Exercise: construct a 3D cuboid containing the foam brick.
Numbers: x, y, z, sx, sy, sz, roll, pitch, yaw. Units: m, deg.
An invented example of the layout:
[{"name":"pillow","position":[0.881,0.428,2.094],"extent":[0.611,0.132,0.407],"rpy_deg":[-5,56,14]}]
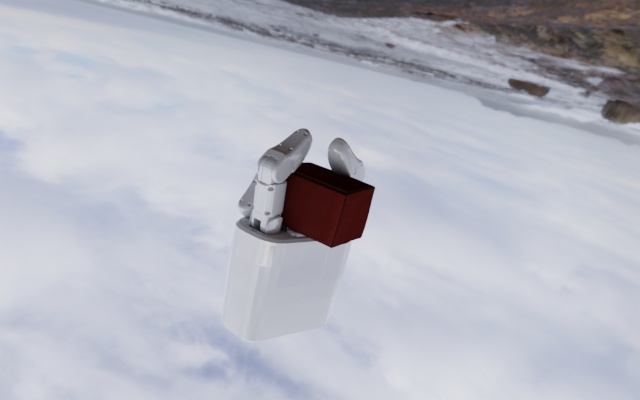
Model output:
[{"name":"foam brick","position":[0.000,0.001,0.429],"extent":[0.078,0.051,0.053],"rpy_deg":[23,19,31]}]
